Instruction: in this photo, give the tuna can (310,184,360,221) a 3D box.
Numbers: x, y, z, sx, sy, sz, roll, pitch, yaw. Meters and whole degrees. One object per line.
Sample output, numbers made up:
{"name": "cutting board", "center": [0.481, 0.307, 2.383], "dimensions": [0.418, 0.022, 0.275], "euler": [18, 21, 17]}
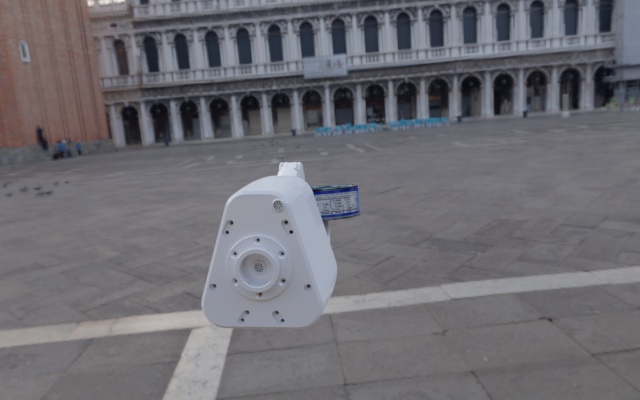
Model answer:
{"name": "tuna can", "center": [0.000, 0.001, 0.526], "dimensions": [0.086, 0.034, 0.086], "euler": [-4, 4, 0]}
